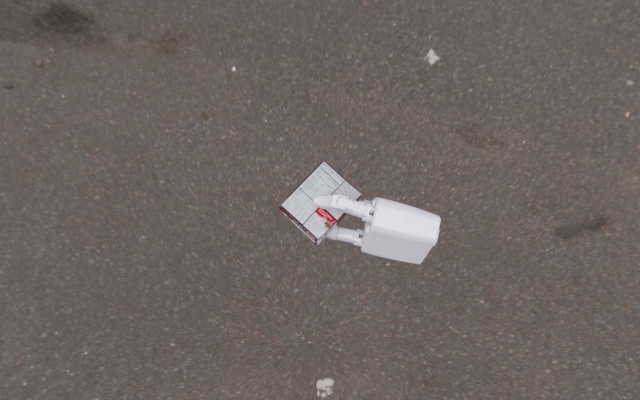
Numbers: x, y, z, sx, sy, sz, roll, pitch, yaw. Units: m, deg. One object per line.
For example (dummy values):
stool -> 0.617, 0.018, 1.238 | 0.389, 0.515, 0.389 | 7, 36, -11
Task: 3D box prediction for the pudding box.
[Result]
pudding box -> 0.000, 0.003, 0.799 | 0.090, 0.113, 0.039 | 42, -14, 8
